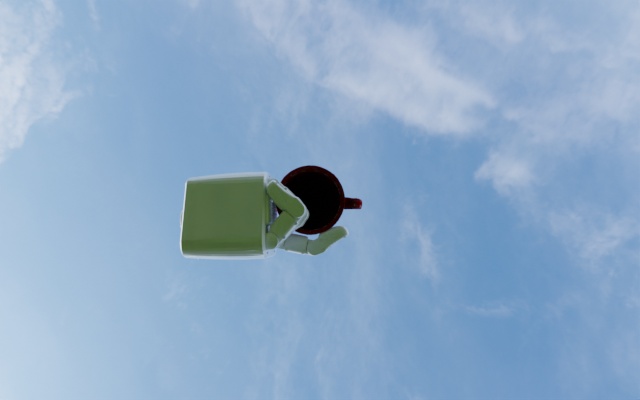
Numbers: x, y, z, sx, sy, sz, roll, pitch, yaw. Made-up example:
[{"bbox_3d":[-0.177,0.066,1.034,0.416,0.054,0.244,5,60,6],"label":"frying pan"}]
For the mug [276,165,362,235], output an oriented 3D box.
[{"bbox_3d":[0.002,0.002,0.672,0.117,0.093,0.081,0,-4,3],"label":"mug"}]
